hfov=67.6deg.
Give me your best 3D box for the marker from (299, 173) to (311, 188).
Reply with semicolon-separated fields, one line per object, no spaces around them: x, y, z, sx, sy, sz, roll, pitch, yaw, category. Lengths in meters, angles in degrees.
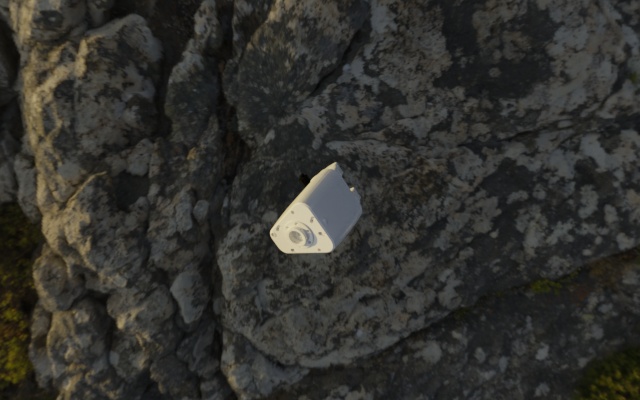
0.000;0.003;0.850;0.020;0.121;0.020;-34;13;9;marker
